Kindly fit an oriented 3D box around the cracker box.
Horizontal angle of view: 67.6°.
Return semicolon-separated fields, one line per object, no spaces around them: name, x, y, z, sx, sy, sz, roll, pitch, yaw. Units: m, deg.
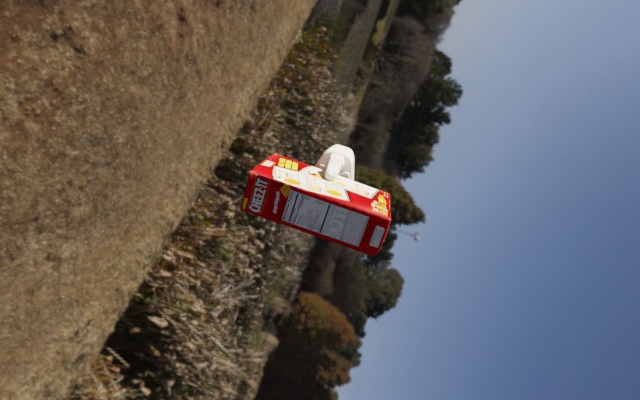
cracker box;0.000;0.002;0.755;0.213;0.072;0.164;19;16;2
